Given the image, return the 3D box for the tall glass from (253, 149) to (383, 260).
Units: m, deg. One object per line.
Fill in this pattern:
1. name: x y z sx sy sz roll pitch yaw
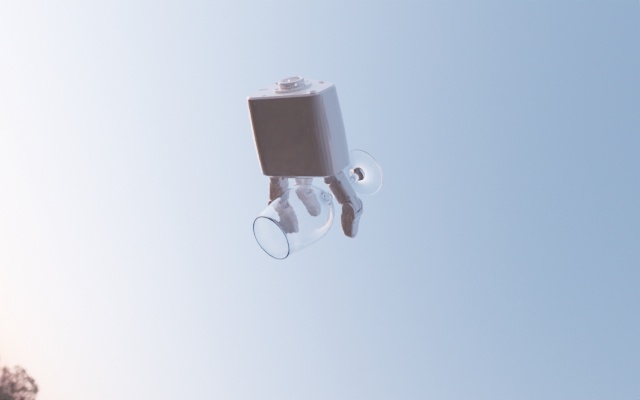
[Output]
1. tall glass: 0.001 0.002 0.649 0.079 0.079 0.201 0 27 44
